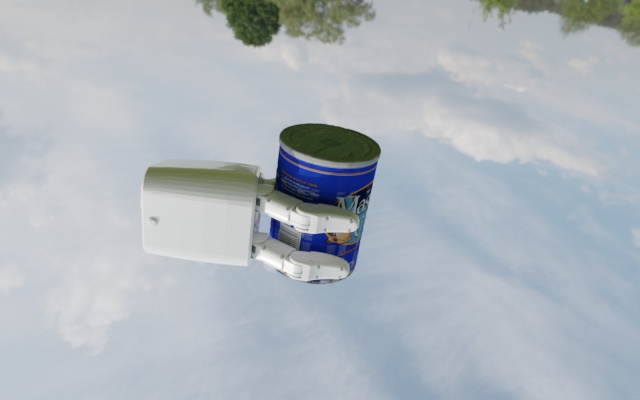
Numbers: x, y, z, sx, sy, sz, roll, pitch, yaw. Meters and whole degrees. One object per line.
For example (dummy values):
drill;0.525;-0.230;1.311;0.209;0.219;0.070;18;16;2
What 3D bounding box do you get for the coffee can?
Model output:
coffee can;0.000;0.002;0.507;0.103;0.140;0.102;7;27;-4
